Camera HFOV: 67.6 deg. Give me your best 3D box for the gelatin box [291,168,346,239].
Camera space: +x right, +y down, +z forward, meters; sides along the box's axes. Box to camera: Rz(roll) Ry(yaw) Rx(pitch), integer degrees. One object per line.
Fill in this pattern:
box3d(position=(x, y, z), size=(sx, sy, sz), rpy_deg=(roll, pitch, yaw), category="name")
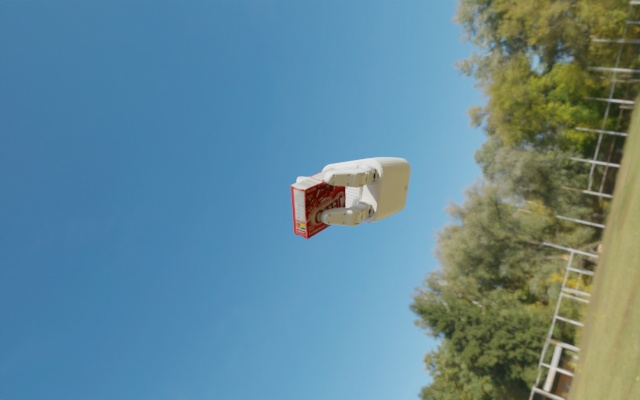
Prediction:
box3d(position=(0.000, 0.002, 0.665), size=(0.030, 0.073, 0.089), rpy_deg=(17, 30, 37), category="gelatin box")
